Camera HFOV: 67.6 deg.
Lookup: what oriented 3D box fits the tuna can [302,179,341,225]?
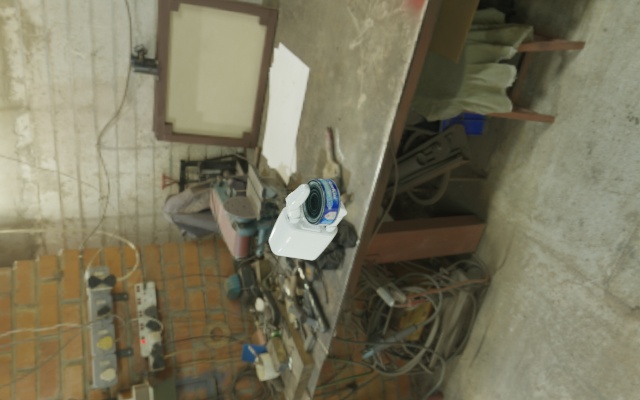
[{"bbox_3d":[0.000,0.003,0.867,0.034,0.086,0.086,1,0,-30],"label":"tuna can"}]
